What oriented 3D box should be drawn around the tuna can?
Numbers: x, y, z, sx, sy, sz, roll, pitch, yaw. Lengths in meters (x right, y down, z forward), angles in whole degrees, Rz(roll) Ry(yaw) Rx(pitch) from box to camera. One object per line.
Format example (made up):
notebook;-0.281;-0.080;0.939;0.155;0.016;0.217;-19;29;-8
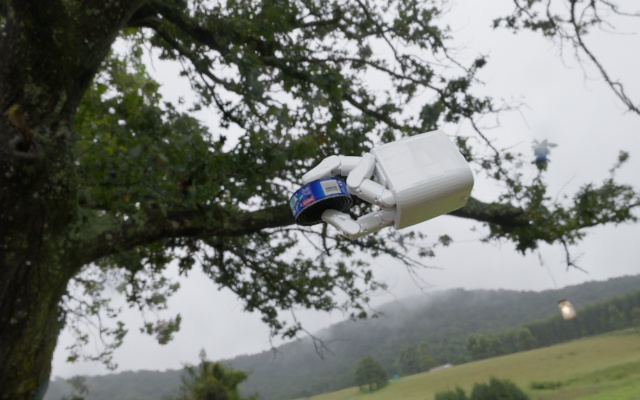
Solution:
tuna can;0.000;0.002;0.677;0.086;0.033;0.086;-19;-23;-8
